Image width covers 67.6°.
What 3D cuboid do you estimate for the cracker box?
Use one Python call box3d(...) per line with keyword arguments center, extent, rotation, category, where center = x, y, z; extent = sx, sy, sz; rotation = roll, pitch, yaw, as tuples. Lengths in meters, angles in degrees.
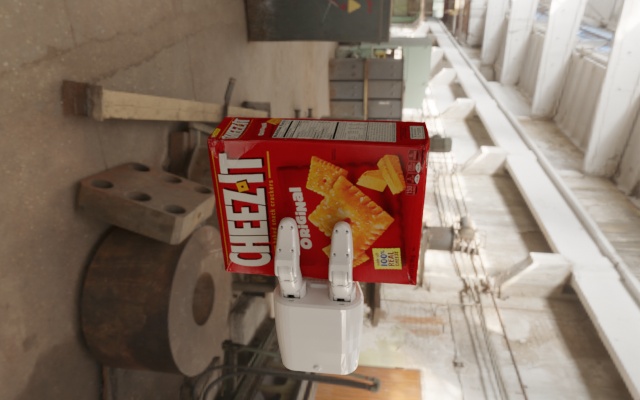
box3d(center=(0.000, 0.002, 0.505), extent=(0.213, 0.164, 0.072), rotation=(3, 29, 7), category="cracker box")
